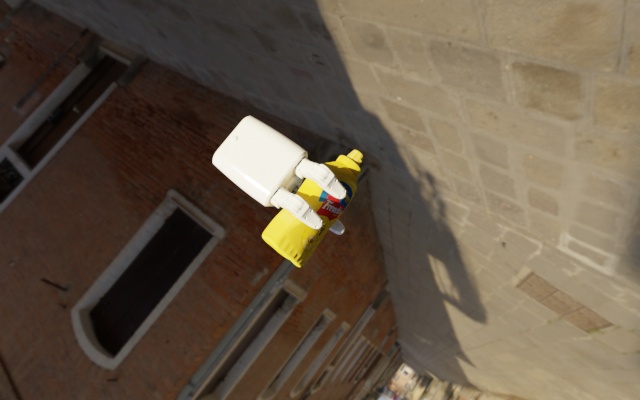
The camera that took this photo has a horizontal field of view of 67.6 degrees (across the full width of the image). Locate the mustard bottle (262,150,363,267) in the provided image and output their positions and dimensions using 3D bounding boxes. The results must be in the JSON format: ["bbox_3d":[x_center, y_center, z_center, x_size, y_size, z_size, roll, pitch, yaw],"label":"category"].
[{"bbox_3d":[0.000,0.003,0.709,0.058,0.191,0.096,31,-12,35],"label":"mustard bottle"}]
